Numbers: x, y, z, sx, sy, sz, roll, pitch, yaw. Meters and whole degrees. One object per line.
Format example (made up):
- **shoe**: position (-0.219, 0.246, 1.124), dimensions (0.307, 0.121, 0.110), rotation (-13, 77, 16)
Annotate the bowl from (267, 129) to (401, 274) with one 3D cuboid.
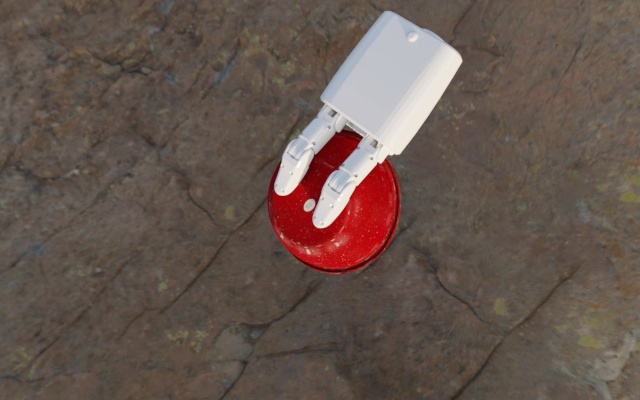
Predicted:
- **bowl**: position (-0.001, 0.003, 0.510), dimensions (0.162, 0.162, 0.055), rotation (0, 2, 27)
